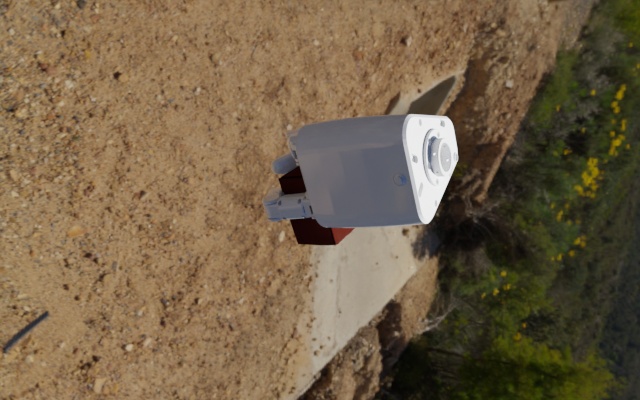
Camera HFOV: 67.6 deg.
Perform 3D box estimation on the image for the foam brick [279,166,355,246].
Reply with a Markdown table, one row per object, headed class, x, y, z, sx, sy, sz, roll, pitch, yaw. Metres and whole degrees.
| class | x | y | z | sx | sy | sz | roll | pitch | yaw |
| --- | --- | --- | --- | --- | --- | --- | --- | --- | --- |
| foam brick | 0.000 | 0.002 | 0.496 | 0.051 | 0.078 | 0.053 | -2 | 23 | 36 |
